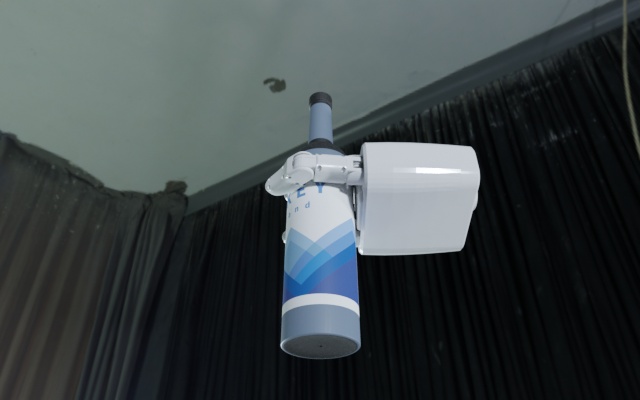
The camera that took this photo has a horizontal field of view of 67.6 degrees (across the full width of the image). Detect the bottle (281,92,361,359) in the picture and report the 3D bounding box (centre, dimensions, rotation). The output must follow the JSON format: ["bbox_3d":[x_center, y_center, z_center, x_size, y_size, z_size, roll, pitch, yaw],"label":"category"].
[{"bbox_3d":[0.000,0.002,0.480,0.069,0.295,0.069,0,-35,0],"label":"bottle"}]
